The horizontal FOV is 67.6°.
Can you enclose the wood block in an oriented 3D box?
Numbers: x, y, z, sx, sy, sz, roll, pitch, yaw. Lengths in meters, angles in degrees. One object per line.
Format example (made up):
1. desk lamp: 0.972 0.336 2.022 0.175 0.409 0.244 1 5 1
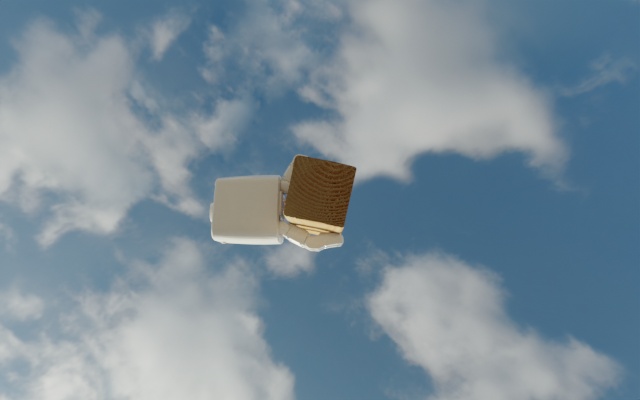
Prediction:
1. wood block: 0.000 0.002 0.764 0.090 0.091 0.206 12 -8 2
